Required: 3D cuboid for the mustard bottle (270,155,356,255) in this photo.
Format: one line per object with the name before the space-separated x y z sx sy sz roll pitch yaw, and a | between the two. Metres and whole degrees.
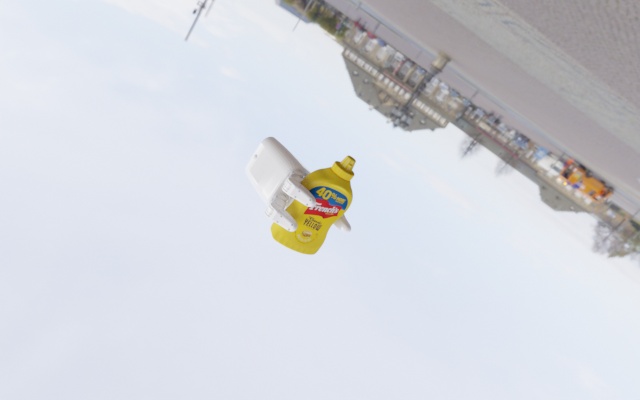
mustard bottle | 0.000 0.003 0.826 0.096 0.192 0.058 26 21 -25
